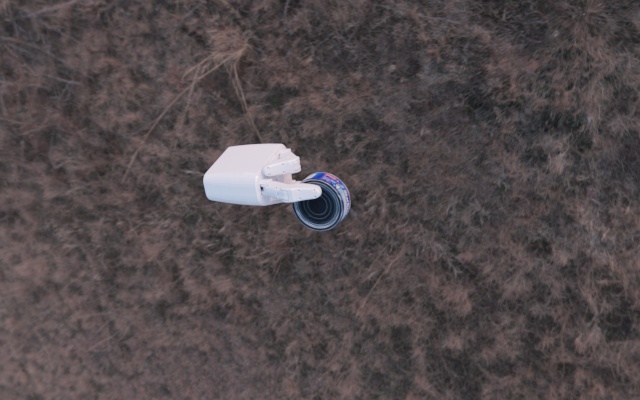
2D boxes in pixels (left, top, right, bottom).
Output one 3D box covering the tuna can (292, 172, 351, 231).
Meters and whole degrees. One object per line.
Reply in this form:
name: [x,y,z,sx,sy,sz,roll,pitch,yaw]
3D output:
tuna can: [0.000,0.003,0.724,0.086,0.086,0.033,0,19,23]
